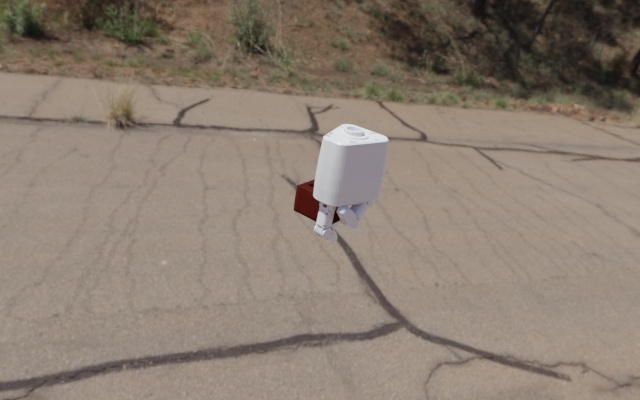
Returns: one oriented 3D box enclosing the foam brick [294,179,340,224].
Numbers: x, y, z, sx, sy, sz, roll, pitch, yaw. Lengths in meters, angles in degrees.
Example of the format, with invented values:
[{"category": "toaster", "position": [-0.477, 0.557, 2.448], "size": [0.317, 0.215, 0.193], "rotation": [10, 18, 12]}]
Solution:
[{"category": "foam brick", "position": [0.000, 0.003, 0.835], "size": [0.078, 0.051, 0.053], "rotation": [26, 32, 33]}]
